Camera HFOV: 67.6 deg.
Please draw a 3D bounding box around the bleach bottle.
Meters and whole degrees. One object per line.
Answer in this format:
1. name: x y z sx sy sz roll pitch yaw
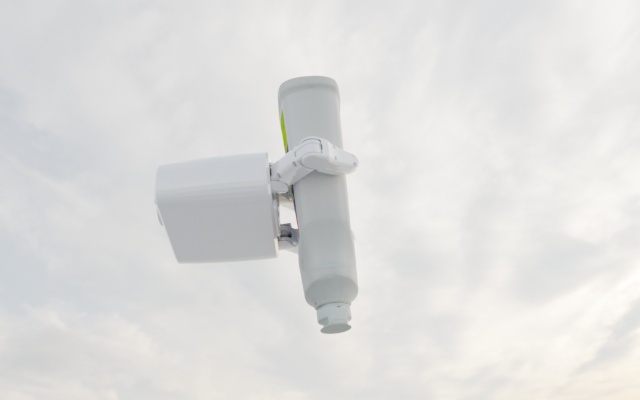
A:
1. bleach bottle: 0.000 0.002 0.473 0.068 0.250 0.103 -6 -31 -3
